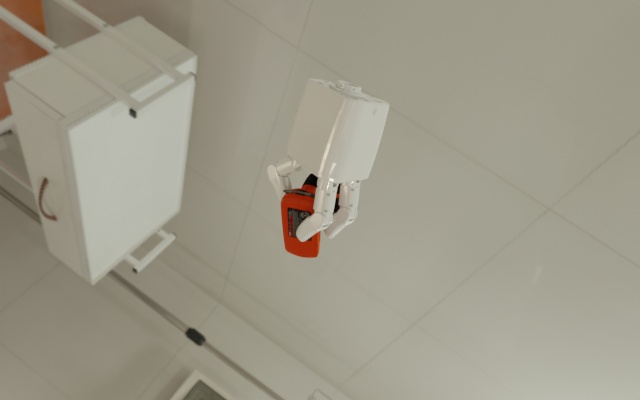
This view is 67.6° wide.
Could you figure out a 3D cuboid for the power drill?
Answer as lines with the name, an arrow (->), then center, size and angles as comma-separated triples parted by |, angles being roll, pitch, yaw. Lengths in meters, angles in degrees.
power drill -> 0.000, 0.002, 0.741 | 0.057, 0.185, 0.187 | 8, 36, 16
